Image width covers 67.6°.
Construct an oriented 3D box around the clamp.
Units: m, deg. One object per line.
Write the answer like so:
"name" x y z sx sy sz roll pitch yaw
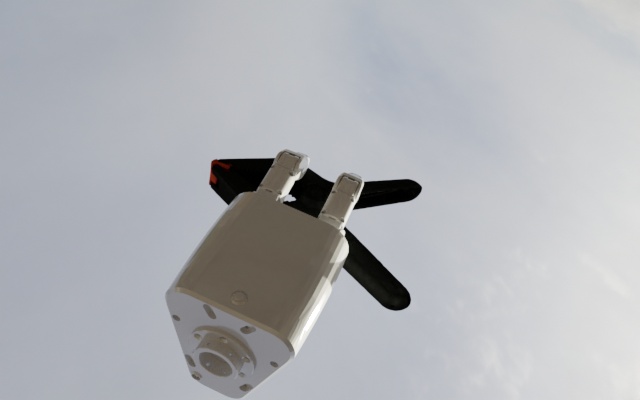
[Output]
"clamp" -0.001 0.002 0.452 0.210 0.036 0.164 23 40 6
